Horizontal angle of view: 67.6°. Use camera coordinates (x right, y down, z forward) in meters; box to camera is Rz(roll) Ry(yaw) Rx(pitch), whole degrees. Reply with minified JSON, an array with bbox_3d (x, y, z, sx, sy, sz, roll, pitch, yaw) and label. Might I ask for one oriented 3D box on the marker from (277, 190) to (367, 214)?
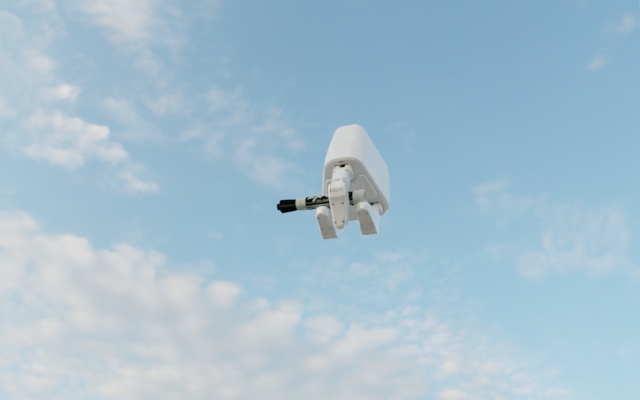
[{"bbox_3d":[0.000,0.002,0.630,0.121,0.020,0.020,-7,-2,15],"label":"marker"}]
